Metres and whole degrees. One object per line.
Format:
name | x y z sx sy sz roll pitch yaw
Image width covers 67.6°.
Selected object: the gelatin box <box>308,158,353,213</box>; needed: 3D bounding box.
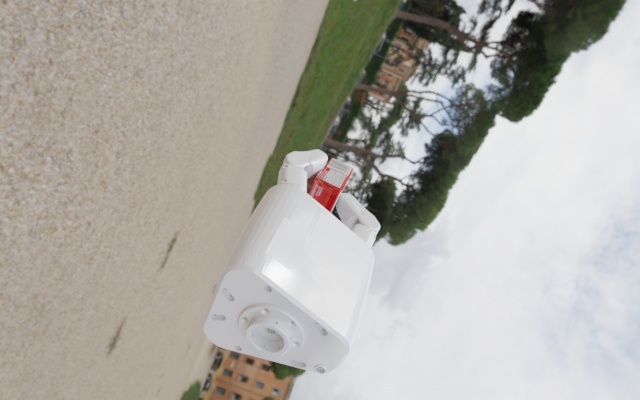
gelatin box | 0.001 0.002 0.492 0.030 0.073 0.089 28 21 2
